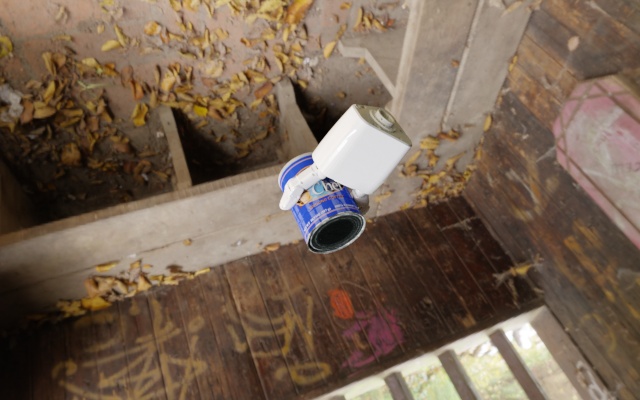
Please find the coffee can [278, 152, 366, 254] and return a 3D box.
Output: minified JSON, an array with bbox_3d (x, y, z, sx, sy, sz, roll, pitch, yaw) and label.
[{"bbox_3d":[0.000,0.003,0.800,0.103,0.140,0.103,-18,-36,-13],"label":"coffee can"}]
